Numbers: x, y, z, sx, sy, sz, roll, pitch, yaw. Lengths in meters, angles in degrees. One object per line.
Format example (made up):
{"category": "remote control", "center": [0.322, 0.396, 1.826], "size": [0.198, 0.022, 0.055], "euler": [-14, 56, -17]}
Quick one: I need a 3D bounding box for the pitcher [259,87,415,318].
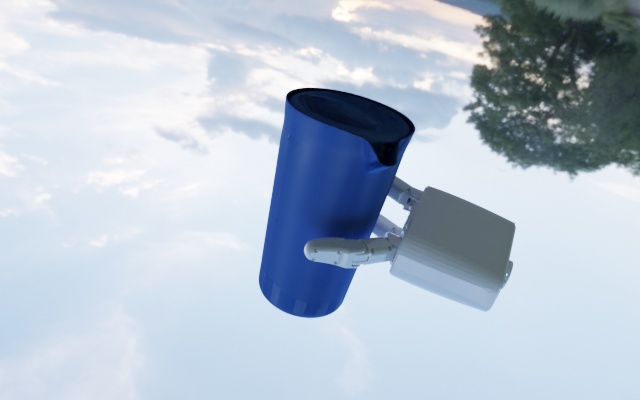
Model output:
{"category": "pitcher", "center": [0.000, 0.002, 0.536], "size": [0.145, 0.243, 0.149], "euler": [21, 28, 10]}
